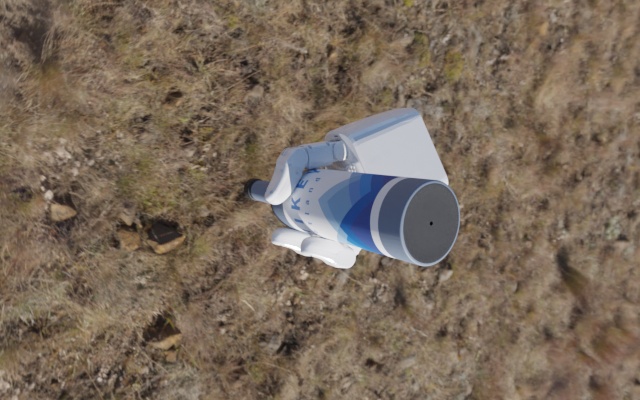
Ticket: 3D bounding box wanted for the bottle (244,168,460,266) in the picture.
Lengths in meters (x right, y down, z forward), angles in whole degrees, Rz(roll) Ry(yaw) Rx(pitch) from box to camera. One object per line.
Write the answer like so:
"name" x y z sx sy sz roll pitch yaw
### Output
"bottle" 0.000 0.002 0.481 0.069 0.069 0.295 0 6 -35
